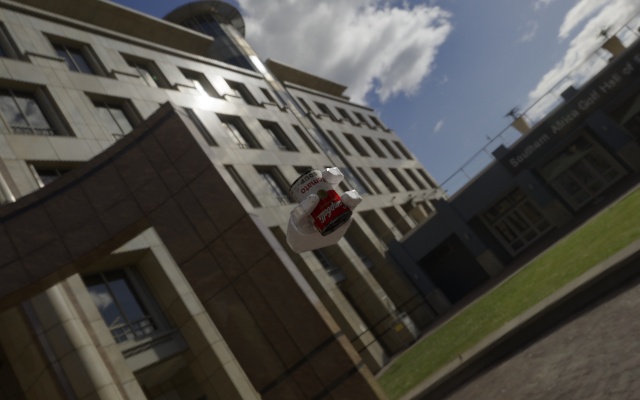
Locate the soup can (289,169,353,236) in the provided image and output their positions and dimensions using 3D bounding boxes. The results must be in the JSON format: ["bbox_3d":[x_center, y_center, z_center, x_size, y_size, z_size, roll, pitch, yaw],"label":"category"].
[{"bbox_3d":[0.000,0.002,0.847,0.068,0.102,0.068,-34,-16,-12],"label":"soup can"}]
